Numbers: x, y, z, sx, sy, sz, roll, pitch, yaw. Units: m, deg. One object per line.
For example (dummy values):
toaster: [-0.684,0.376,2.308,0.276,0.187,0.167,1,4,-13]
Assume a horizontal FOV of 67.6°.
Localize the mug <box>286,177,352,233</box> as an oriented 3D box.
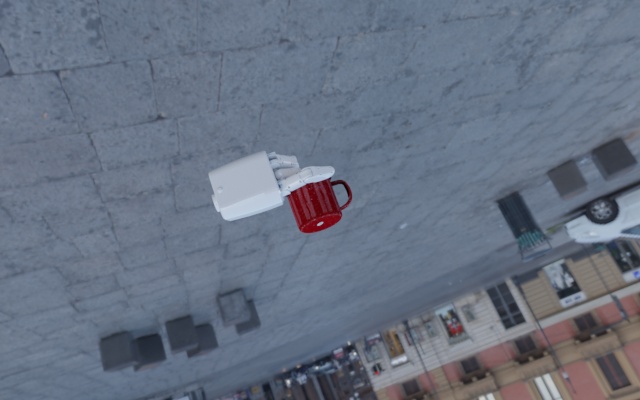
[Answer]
mug: [0.002,0.003,0.852,0.117,0.081,0.093,-19,-19,-4]
